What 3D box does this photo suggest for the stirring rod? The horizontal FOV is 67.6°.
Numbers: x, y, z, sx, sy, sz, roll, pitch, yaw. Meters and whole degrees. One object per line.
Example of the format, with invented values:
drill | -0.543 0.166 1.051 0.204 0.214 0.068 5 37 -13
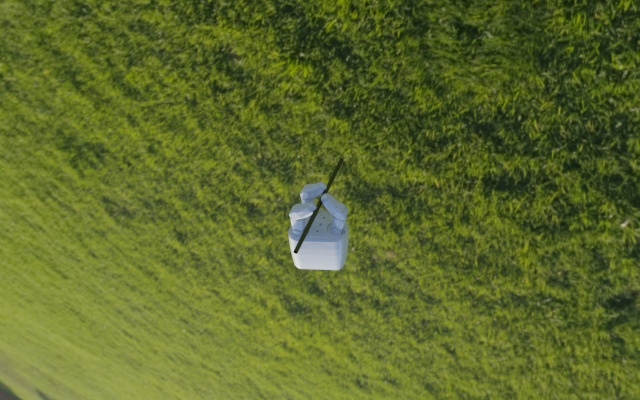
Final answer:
stirring rod | 0.000 0.003 0.876 0.011 0.239 0.011 16 -40 13
